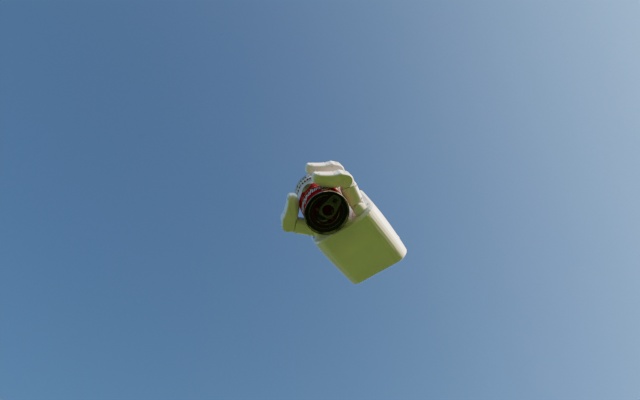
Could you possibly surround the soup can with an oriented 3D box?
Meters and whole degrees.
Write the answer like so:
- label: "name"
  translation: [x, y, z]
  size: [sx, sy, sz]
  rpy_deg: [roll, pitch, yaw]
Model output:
- label: "soup can"
  translation: [0.000, 0.002, 0.735]
  size: [0.068, 0.068, 0.102]
  rpy_deg: [0, 19, -12]
